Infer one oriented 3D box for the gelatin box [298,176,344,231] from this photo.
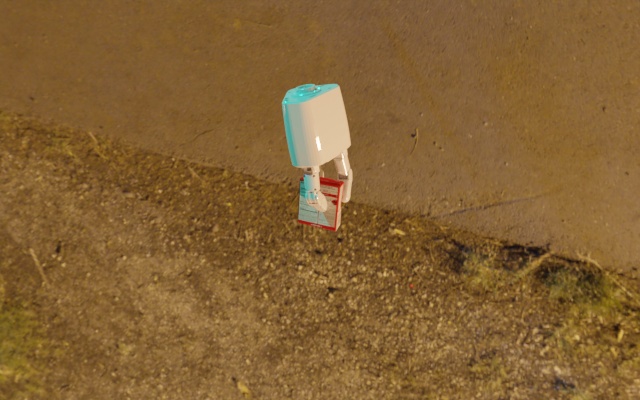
[{"bbox_3d":[0.000,0.003,0.836,0.073,0.089,0.030,11,26,15],"label":"gelatin box"}]
